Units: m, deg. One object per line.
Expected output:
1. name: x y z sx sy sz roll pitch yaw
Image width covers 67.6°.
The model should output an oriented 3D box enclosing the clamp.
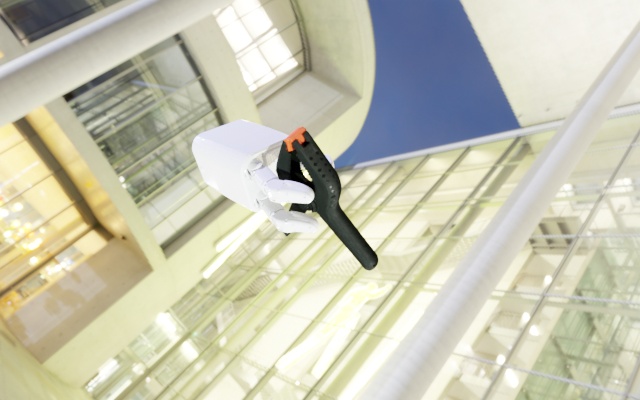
1. clamp: 0.000 0.001 0.619 0.164 0.210 0.036 23 53 29
